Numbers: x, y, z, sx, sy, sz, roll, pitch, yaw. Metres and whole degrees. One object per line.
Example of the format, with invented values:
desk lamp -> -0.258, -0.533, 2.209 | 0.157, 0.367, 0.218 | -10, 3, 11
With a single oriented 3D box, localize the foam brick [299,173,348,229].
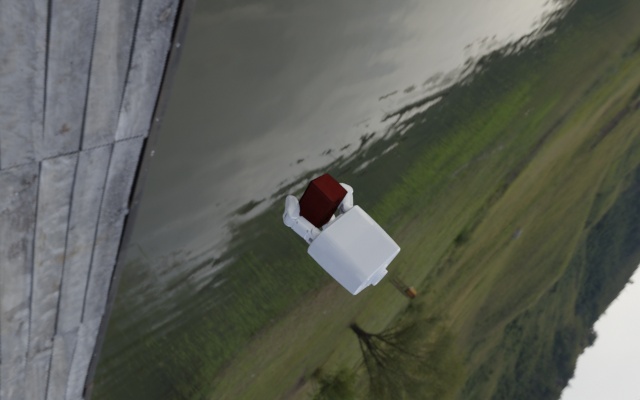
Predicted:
foam brick -> 0.000, 0.002, 0.807 | 0.051, 0.078, 0.053 | 43, 39, 15
